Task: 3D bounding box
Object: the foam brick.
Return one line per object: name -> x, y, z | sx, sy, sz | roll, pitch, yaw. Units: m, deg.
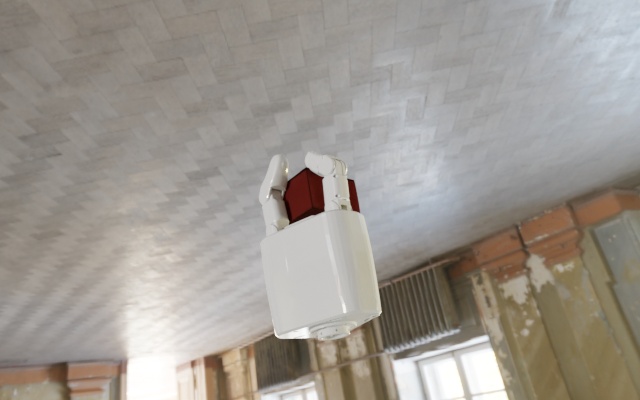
foam brick -> 0.000, 0.002, 0.561 | 0.078, 0.051, 0.053 | 12, -33, -39
